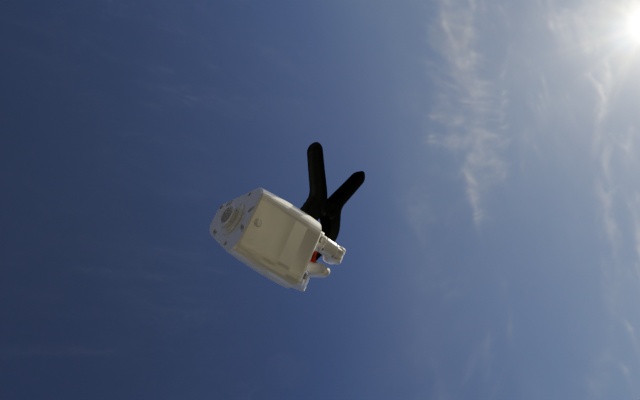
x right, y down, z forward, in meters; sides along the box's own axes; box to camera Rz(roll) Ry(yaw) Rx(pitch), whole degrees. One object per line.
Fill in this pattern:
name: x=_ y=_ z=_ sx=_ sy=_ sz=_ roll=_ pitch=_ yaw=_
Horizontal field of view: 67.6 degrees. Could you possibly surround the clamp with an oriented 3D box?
clamp: x=0.000 y=0.003 z=0.709 sx=0.120 sy=0.171 sz=0.039 roll=36 pitch=-23 yaw=-32
